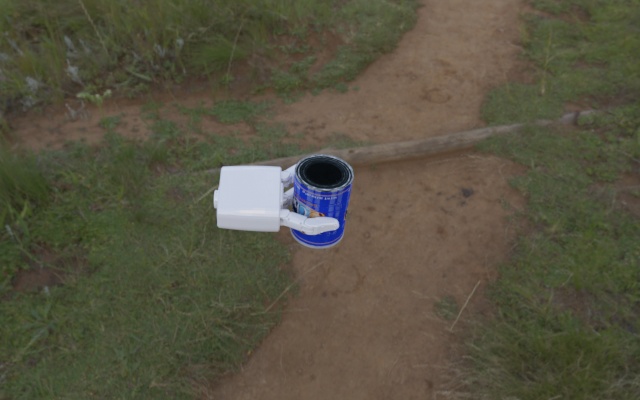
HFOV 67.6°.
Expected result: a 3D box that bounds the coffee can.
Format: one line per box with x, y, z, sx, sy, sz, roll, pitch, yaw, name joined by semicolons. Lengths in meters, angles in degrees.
0.000;0.003;0.863;0.103;0.140;0.102;4;41;-4;coffee can
